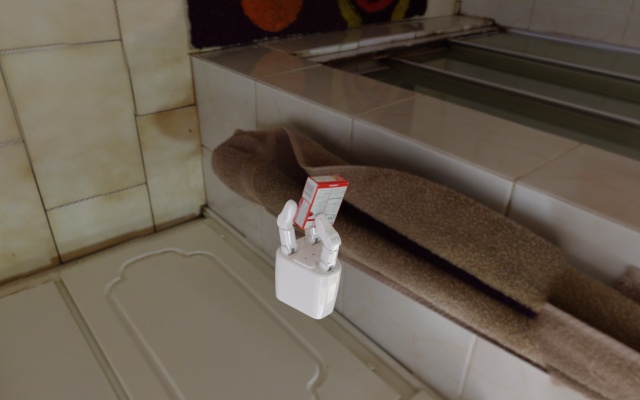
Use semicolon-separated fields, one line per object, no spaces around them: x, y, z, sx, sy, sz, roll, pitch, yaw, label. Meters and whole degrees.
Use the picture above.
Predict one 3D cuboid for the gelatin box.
0.001;0.003;0.796;0.073;0.089;0.030;-6;35;-44;gelatin box
